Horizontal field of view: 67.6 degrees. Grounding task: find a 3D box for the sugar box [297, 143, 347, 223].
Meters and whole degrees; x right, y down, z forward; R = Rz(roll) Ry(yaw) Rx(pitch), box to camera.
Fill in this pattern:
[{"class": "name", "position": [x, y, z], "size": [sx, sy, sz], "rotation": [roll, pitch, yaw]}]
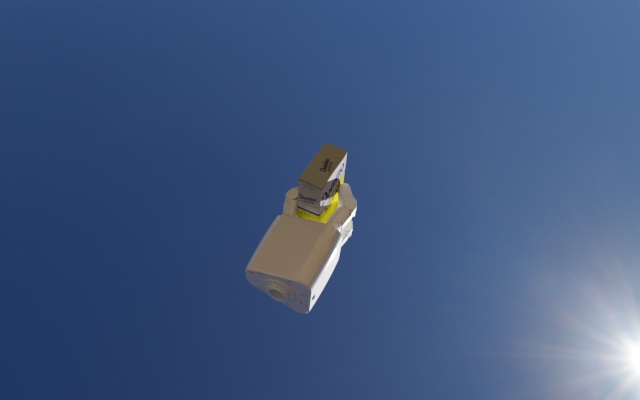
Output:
[{"class": "sugar box", "position": [0.001, 0.003, 0.772], "size": [0.048, 0.093, 0.176], "rotation": [24, -37, 12]}]
